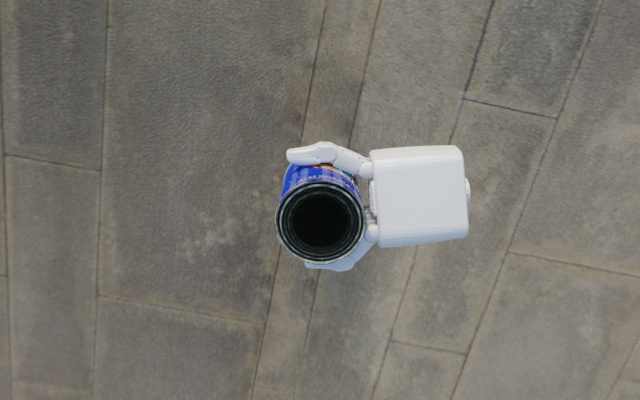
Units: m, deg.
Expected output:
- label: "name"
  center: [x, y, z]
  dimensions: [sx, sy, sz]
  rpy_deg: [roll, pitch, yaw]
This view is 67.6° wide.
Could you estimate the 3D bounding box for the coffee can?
- label: "coffee can"
  center: [0.000, 0.002, 0.593]
  dimensions: [0.103, 0.103, 0.140]
  rpy_deg: [0, 20, 0]
